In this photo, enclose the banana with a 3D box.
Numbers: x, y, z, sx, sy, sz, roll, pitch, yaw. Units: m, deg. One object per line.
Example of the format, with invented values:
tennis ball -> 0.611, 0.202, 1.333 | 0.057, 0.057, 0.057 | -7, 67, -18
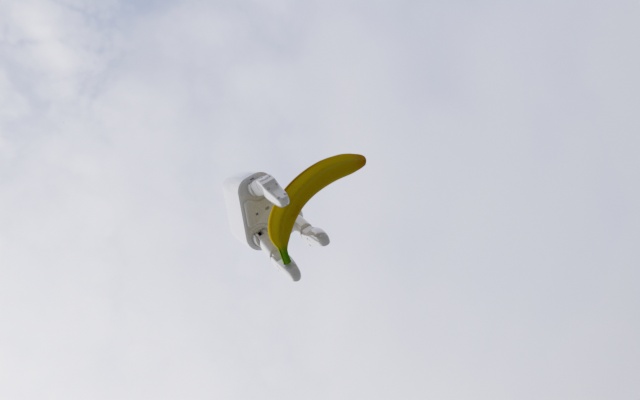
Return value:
banana -> -0.015, -0.007, 0.673 | 0.070, 0.197, 0.037 | 44, -16, -20
